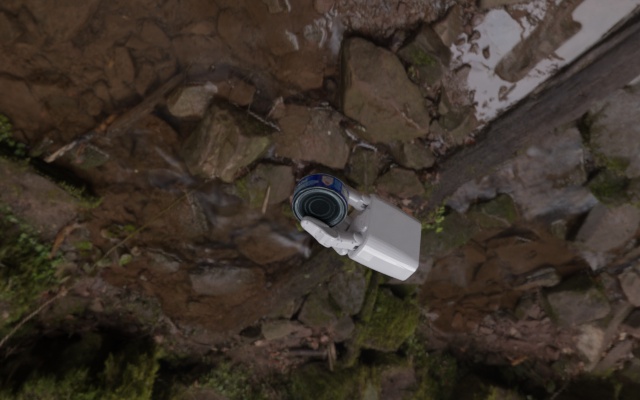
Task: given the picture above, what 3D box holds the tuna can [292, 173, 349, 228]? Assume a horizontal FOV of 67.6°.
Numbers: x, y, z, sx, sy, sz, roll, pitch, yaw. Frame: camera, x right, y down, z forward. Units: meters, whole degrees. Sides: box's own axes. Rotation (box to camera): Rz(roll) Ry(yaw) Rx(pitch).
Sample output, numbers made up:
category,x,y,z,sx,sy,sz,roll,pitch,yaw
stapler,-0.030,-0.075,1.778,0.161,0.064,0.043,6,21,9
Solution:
category,x,y,z,sx,sy,sz,roll,pitch,yaw
tuna can,0.000,0.003,0.720,0.086,0.086,0.033,0,39,7
